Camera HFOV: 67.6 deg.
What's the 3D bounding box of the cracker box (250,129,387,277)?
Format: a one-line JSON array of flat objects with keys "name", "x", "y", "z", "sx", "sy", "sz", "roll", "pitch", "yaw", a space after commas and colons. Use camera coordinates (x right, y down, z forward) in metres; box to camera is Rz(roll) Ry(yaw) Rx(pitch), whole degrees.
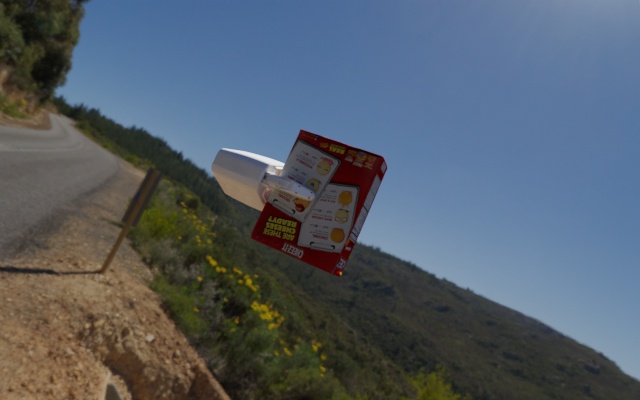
[{"name": "cracker box", "x": 0.000, "y": 0.003, "z": 0.832, "sx": 0.164, "sy": 0.213, "sz": 0.072, "roll": 21, "pitch": -8, "yaw": 21}]
